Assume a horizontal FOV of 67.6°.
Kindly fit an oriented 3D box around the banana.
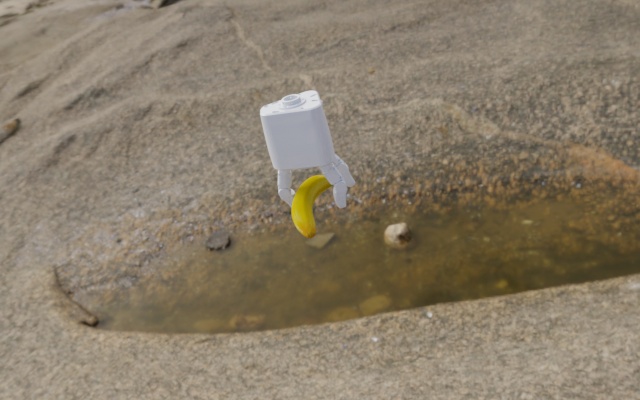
[{"bbox_3d":[-0.016,0.001,0.860,0.069,0.037,0.197,1,33,20],"label":"banana"}]
